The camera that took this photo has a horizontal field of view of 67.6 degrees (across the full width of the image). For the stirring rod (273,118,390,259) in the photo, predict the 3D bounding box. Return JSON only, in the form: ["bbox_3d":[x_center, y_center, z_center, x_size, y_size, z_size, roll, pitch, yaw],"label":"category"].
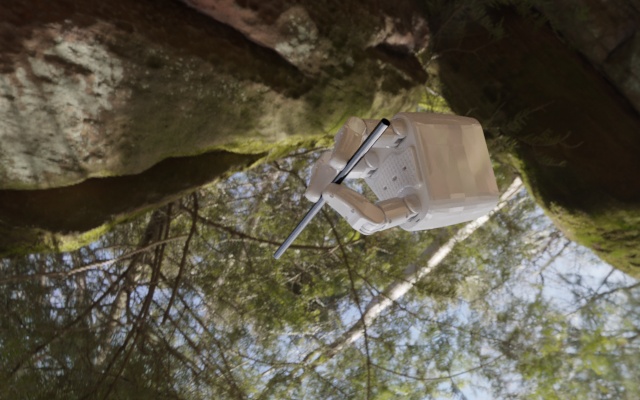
[{"bbox_3d":[0.000,0.001,0.459,0.011,0.011,0.240,0,-31,-29],"label":"stirring rod"}]
